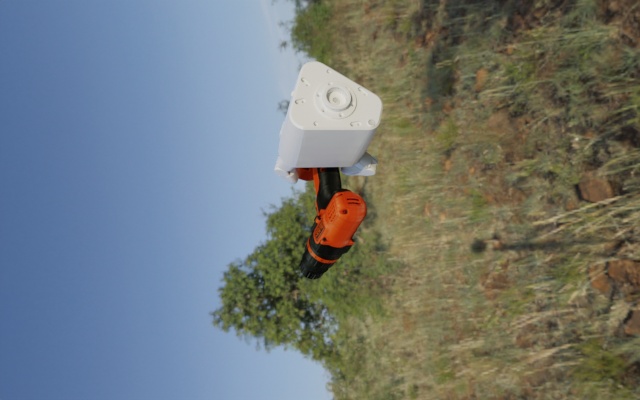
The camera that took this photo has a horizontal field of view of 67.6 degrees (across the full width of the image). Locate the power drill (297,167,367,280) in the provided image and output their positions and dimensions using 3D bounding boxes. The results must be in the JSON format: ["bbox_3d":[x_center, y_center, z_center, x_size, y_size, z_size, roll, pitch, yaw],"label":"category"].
[{"bbox_3d":[0.000,0.002,0.703,0.057,0.187,0.184,3,-38,-24],"label":"power drill"}]
